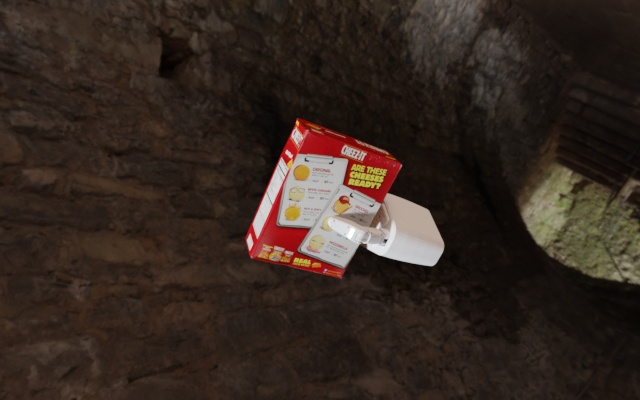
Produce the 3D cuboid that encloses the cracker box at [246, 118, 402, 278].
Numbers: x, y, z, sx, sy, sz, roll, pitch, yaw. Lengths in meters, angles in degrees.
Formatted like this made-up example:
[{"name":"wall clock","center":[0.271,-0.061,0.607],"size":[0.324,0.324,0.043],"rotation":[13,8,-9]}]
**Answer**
[{"name":"cracker box","center":[0.000,0.003,0.735],"size":[0.164,0.214,0.072],"rotation":[17,20,-26]}]
